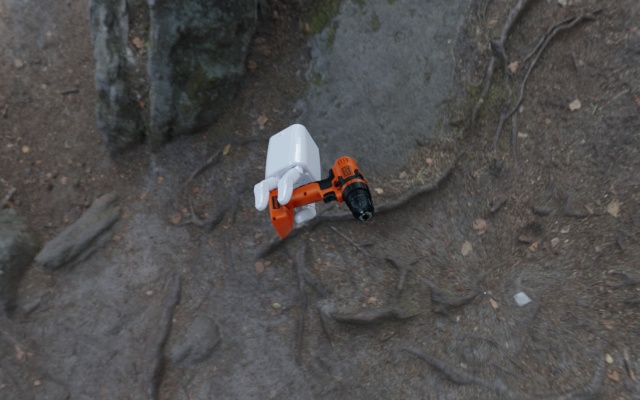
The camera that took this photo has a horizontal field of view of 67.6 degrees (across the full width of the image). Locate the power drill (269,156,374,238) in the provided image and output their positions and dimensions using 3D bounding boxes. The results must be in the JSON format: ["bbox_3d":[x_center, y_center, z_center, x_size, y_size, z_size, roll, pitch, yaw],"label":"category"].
[{"bbox_3d":[0.000,0.003,0.892,0.187,0.057,0.184,-21,33,3],"label":"power drill"}]
